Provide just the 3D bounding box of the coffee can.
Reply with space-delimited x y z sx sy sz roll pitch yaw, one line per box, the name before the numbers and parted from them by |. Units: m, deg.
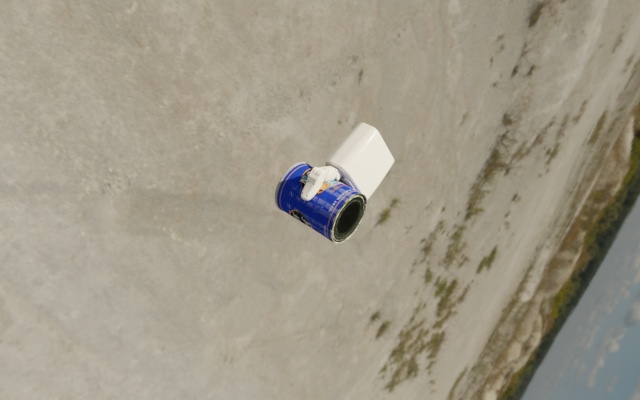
coffee can | 0.000 0.003 0.883 0.140 0.103 0.103 30 16 29
